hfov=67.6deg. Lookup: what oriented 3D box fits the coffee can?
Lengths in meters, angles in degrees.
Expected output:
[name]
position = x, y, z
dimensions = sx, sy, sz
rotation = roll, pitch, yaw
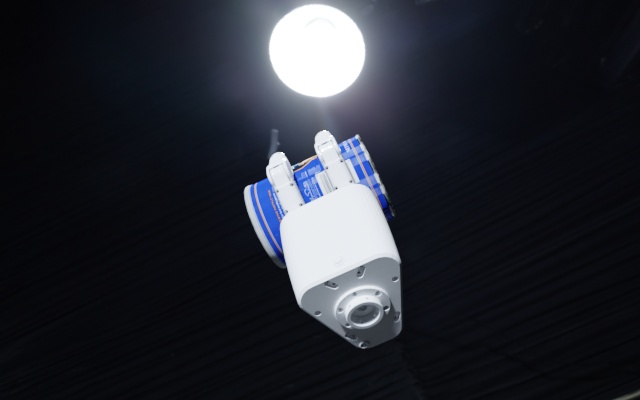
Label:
[coffee can]
position = 0.000, 0.002, 0.539
dimensions = 0.140, 0.103, 0.103
rotation = -25, -3, 5
